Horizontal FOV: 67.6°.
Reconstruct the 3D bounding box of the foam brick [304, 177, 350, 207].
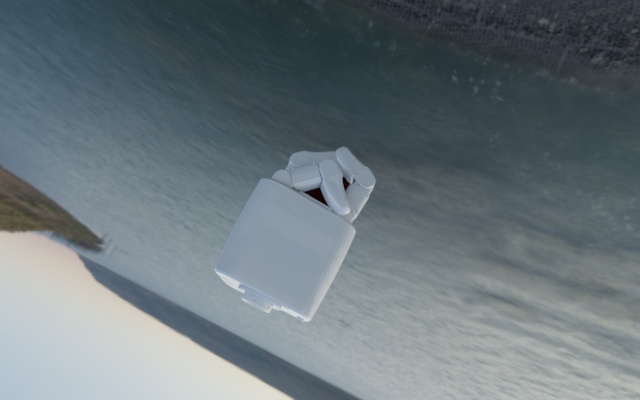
[{"bbox_3d":[0.000,0.002,0.564,0.053,0.051,0.078,24,-19,7],"label":"foam brick"}]
